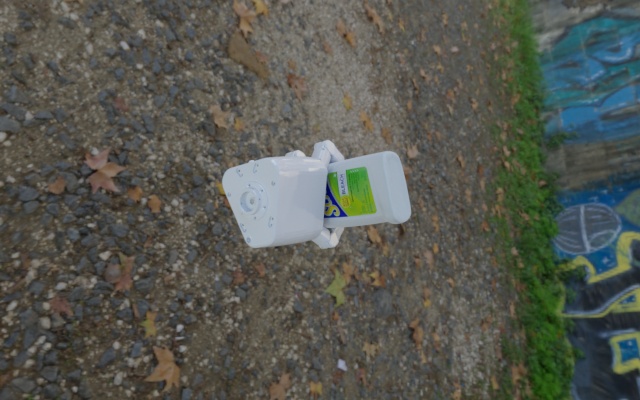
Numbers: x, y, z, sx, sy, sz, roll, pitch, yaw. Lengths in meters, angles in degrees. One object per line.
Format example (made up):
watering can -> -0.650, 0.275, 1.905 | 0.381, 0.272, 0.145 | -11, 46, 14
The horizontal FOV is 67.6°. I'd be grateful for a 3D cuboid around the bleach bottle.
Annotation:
bleach bottle -> 0.000, 0.002, 0.705 | 0.251, 0.102, 0.068 | -13, -3, 31
